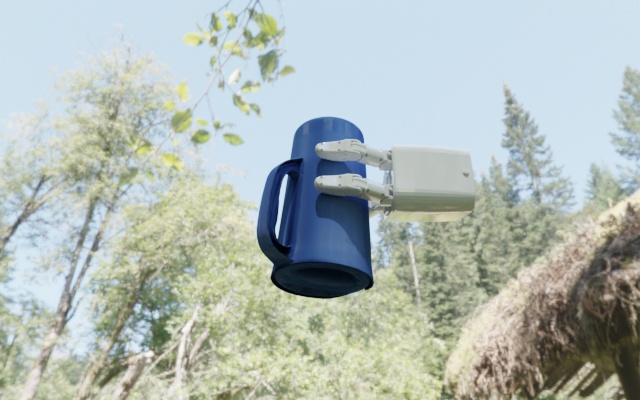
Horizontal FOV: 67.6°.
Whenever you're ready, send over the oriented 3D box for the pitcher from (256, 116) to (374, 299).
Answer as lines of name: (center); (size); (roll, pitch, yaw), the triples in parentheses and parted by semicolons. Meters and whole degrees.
pitcher: (0.000, 0.002, 0.661); (0.145, 0.242, 0.149); (1, -30, 3)
